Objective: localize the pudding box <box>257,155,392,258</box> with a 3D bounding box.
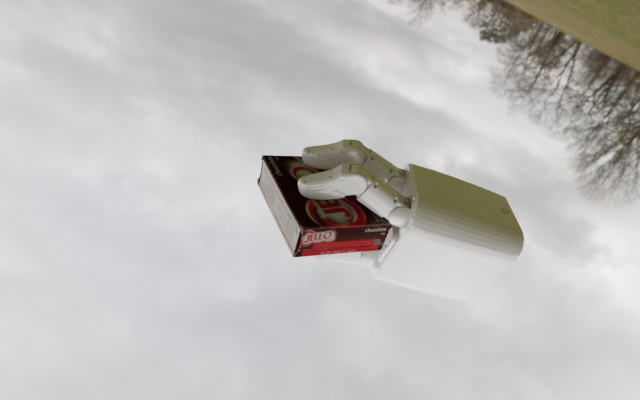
[{"bbox_3d":[0.000,0.002,0.444,0.090,0.039,0.113,-1,35,-28],"label":"pudding box"}]
